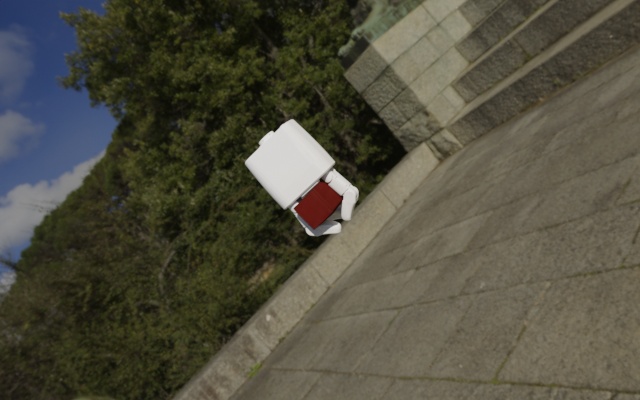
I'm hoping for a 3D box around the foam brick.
[{"bbox_3d":[0.000,0.003,0.799,0.053,0.051,0.078,-43,3,28],"label":"foam brick"}]
